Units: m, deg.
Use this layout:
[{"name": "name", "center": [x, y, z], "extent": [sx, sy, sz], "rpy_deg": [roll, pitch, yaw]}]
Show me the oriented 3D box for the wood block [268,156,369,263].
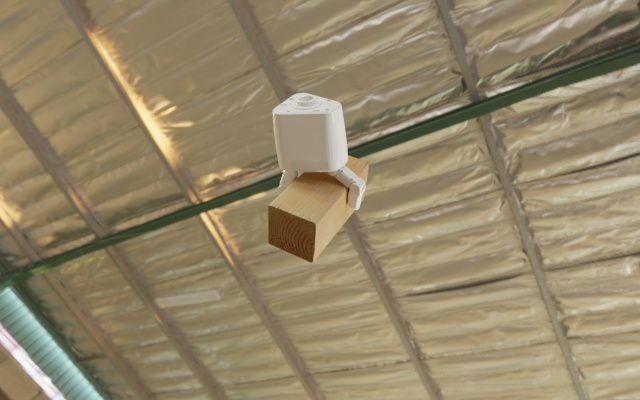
[{"name": "wood block", "center": [0.000, 0.002, 0.849], "extent": [0.091, 0.090, 0.206], "rpy_deg": [21, 41, 20]}]
